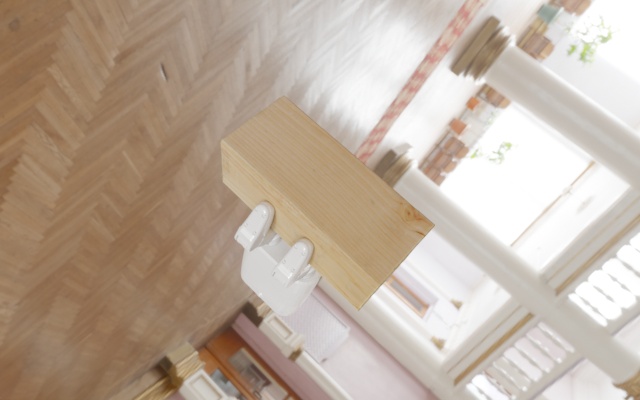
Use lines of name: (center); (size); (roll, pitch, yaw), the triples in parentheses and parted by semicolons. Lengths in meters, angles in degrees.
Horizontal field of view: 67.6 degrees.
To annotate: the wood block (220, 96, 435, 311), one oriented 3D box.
wood block: (0.000, 0.002, 0.497); (0.090, 0.206, 0.090); (-42, -14, -25)
